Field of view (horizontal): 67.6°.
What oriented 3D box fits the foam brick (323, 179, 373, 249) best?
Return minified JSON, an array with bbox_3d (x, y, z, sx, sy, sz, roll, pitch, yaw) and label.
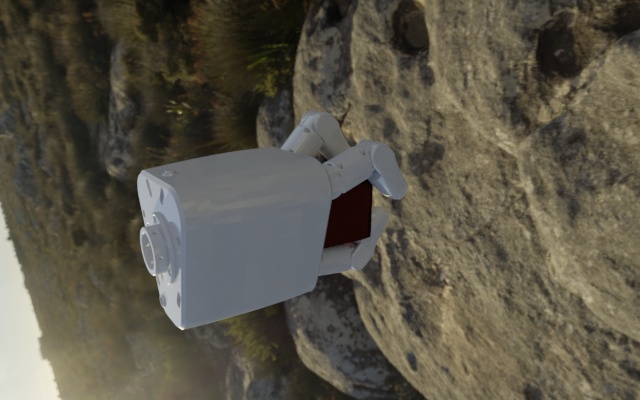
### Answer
[{"bbox_3d":[0.000,0.001,0.406,0.051,0.053,0.078,-10,18,-34],"label":"foam brick"}]
